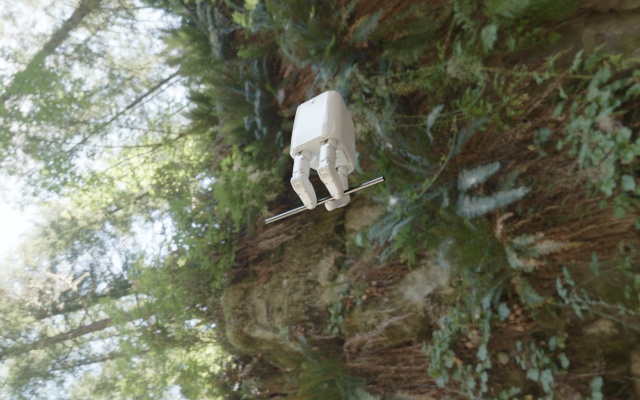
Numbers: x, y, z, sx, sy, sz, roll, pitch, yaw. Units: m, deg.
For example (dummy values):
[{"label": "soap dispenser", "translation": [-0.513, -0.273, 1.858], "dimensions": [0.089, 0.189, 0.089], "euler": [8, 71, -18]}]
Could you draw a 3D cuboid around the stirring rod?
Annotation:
[{"label": "stirring rod", "translation": [0.000, 0.003, 0.786], "dimensions": [0.239, 0.011, 0.011], "euler": [-20, -11, 32]}]
